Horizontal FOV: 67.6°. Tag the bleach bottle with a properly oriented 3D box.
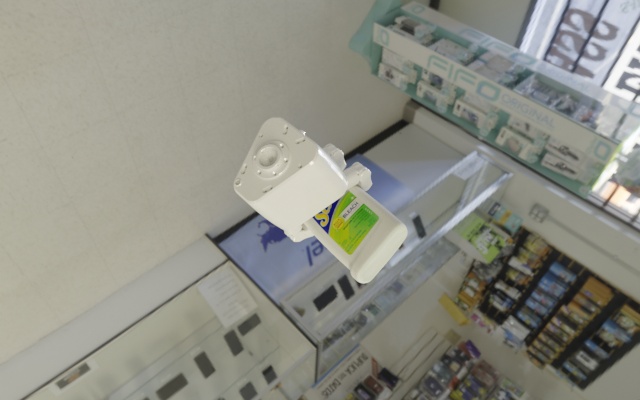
[{"bbox_3d":[0.000,0.002,0.693,0.250,0.102,0.068,39,-3,28],"label":"bleach bottle"}]
